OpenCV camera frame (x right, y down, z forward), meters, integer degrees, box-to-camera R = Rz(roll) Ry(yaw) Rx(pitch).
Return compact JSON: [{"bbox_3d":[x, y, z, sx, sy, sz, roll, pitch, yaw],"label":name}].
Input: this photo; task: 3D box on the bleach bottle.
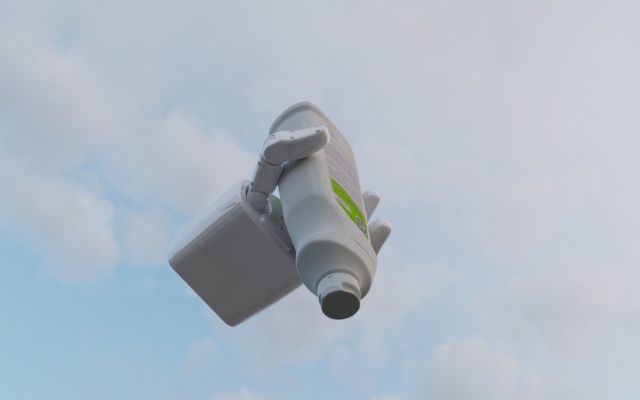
[{"bbox_3d":[0.000,0.001,0.435,0.068,0.103,0.250,-37,28,18],"label":"bleach bottle"}]
